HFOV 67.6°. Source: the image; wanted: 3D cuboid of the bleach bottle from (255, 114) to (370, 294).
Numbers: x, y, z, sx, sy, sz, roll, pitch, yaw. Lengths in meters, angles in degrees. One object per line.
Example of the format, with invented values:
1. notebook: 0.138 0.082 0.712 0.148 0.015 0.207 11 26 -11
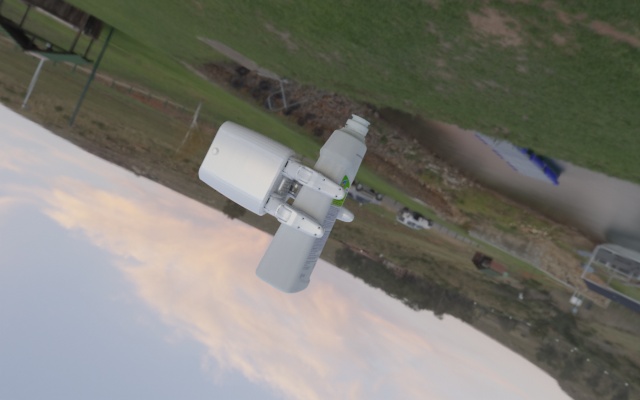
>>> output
1. bleach bottle: 0.000 0.002 0.660 0.068 0.251 0.102 28 3 13
